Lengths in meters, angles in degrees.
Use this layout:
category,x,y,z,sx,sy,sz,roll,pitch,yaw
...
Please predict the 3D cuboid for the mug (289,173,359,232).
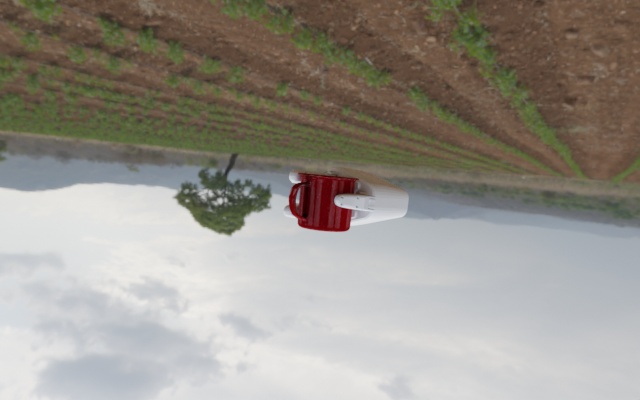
category,x,y,z,sx,sy,sz,roll,pitch,yaw
mug,-0.001,0.003,0.718,0.093,0.081,0.117,9,5,44
